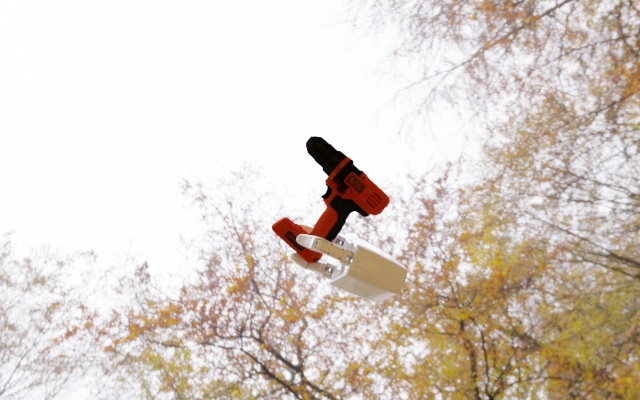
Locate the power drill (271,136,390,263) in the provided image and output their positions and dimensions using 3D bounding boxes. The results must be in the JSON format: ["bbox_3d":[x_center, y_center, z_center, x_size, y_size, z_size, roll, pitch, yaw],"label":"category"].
[{"bbox_3d":[0.000,0.003,0.849,0.184,0.187,0.057,43,8,6],"label":"power drill"}]
